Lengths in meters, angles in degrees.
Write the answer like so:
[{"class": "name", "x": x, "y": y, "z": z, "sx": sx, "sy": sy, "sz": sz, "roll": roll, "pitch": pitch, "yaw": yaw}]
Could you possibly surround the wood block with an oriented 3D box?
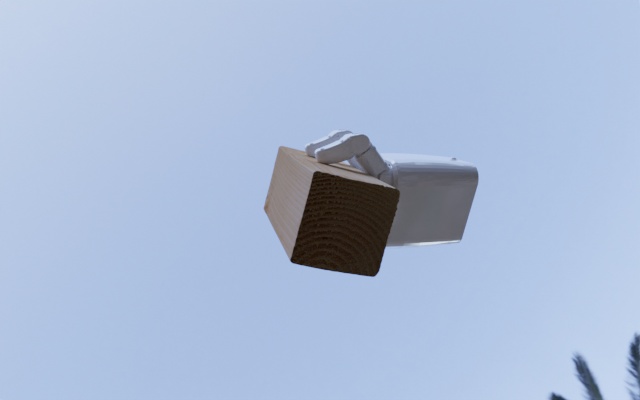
[{"class": "wood block", "x": 0.000, "y": 0.002, "z": 0.537, "sx": 0.090, "sy": 0.091, "sz": 0.206, "roll": 12, "pitch": 9, "yaw": -16}]
